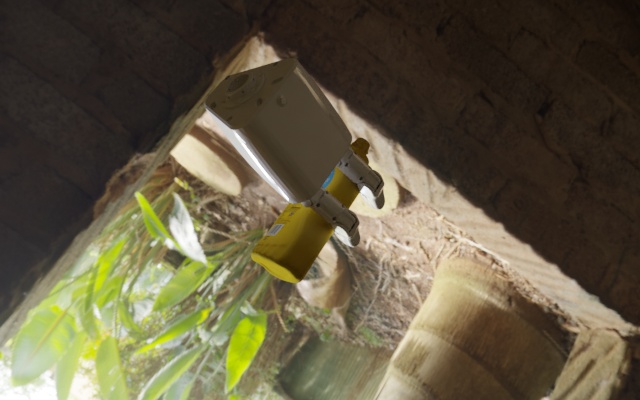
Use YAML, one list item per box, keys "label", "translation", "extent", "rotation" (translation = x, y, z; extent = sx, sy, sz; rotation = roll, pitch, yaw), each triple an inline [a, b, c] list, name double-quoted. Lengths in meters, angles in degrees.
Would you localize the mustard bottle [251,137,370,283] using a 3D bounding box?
- label: "mustard bottle"
  translation: [0.000, 0.002, 0.553]
  extent: [0.058, 0.191, 0.096]
  rotation: [40, -19, -16]
